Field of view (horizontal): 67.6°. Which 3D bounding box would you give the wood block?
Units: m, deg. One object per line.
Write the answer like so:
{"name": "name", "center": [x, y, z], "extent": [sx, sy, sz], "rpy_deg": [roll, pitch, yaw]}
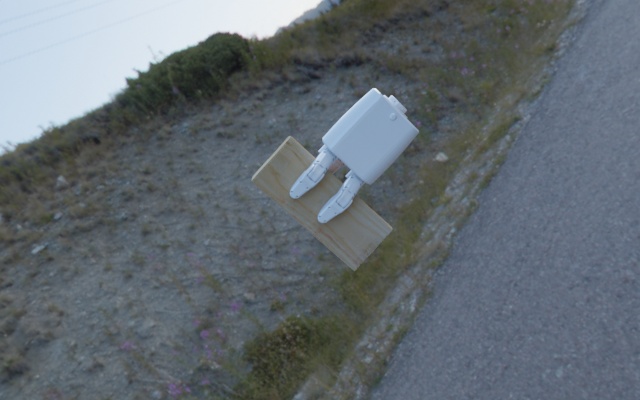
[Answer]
{"name": "wood block", "center": [0.000, 0.002, 0.743], "extent": [0.206, 0.090, 0.091], "rpy_deg": [42, 2, -10]}
